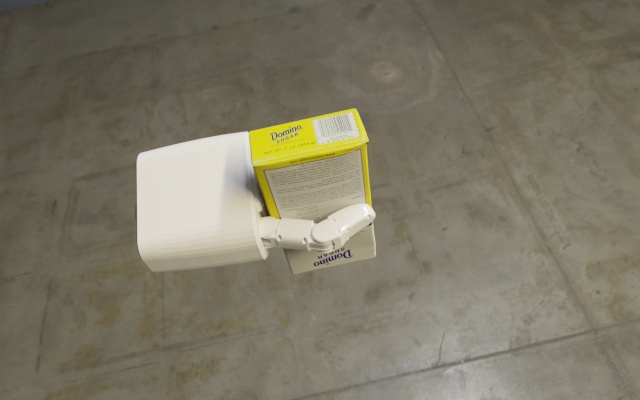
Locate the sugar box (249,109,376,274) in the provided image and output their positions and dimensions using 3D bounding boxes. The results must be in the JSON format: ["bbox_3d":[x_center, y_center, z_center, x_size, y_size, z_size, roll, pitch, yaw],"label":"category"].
[{"bbox_3d":[0.000,0.001,0.445,0.093,0.048,0.176,-12,-36,0],"label":"sugar box"}]
